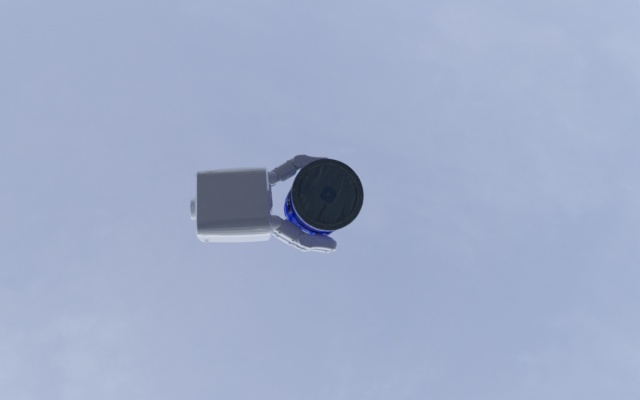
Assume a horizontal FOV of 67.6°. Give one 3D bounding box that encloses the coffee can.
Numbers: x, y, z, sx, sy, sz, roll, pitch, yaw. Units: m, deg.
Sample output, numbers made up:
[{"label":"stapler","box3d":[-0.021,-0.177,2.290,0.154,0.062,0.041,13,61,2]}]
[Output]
[{"label":"coffee can","box3d":[0.000,0.002,0.730,0.103,0.103,0.140,0,-9,-9]}]
